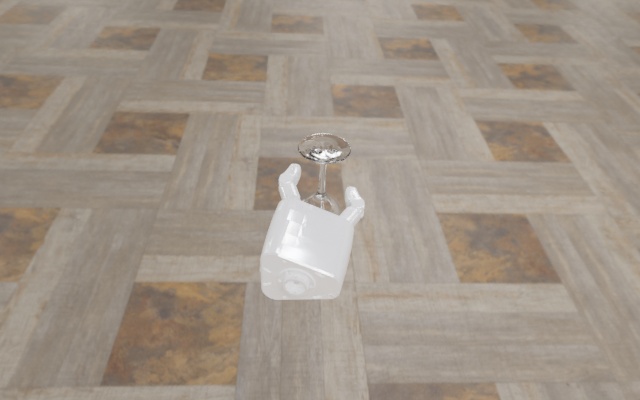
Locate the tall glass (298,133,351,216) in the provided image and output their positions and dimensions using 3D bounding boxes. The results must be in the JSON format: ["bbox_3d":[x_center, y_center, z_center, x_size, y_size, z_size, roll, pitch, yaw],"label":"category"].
[{"bbox_3d":[0.000,0.002,0.728,0.079,0.201,0.079,2,40,-2],"label":"tall glass"}]
